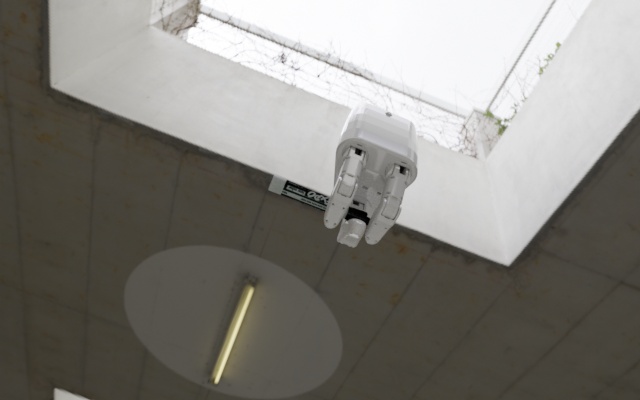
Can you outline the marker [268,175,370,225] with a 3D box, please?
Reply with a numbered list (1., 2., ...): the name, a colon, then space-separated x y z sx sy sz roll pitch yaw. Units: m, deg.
1. marker: 0.000 0.002 0.545 0.121 0.020 0.020 22 -2 -4
